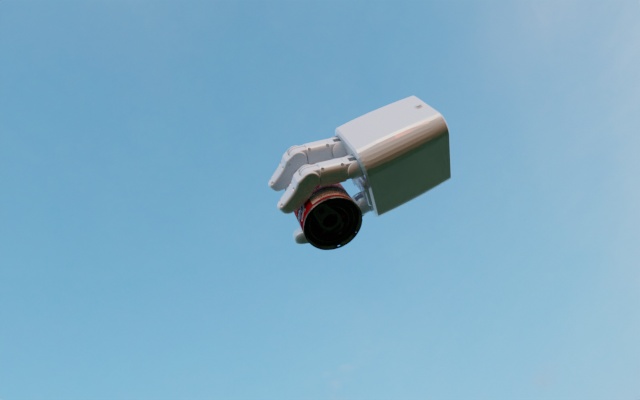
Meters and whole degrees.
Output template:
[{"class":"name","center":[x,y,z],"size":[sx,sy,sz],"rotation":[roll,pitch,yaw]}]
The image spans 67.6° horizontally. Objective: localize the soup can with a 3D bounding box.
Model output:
[{"class":"soup can","center":[0.000,0.002,0.563],"size":[0.068,0.068,0.102],"rotation":[0,29,-19]}]
